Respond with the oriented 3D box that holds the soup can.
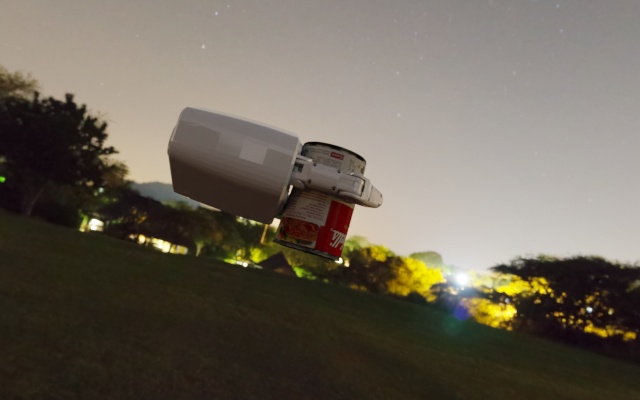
[{"bbox_3d":[0.001,0.001,0.467,0.068,0.102,0.068,16,-8,2],"label":"soup can"}]
